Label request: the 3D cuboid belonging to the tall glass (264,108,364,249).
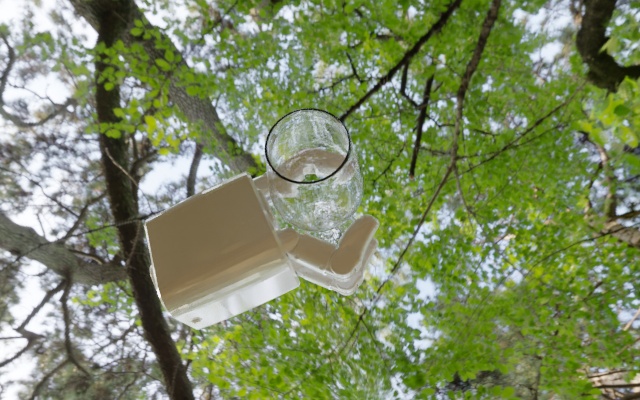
[{"bbox_3d":[0.000,0.002,0.425,0.079,0.079,0.201,0,-24,6],"label":"tall glass"}]
